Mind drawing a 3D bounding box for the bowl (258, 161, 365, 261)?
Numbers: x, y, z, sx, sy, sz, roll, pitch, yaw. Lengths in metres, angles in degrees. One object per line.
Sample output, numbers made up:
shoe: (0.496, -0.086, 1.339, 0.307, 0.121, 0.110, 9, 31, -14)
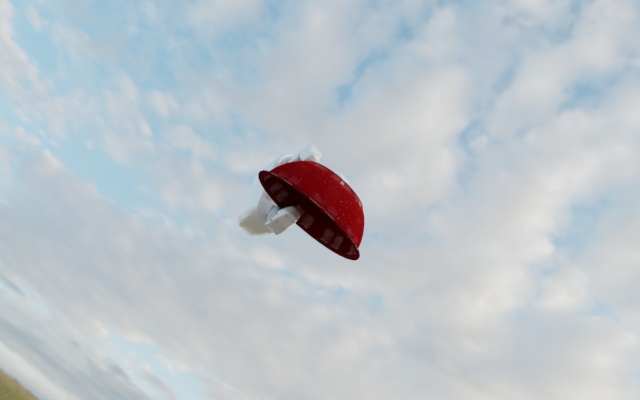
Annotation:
bowl: (0.001, 0.002, 0.592, 0.162, 0.055, 0.162, 38, -15, 12)
